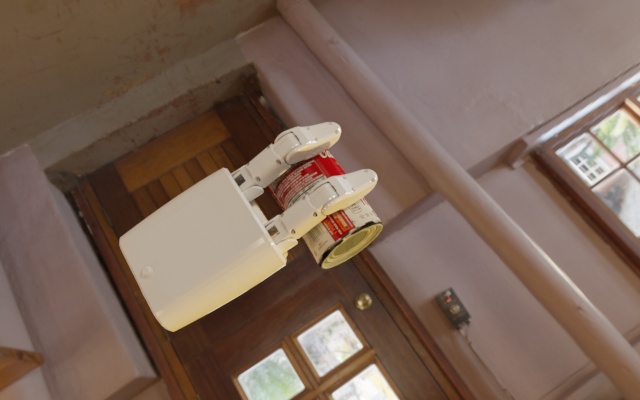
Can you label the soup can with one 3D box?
[{"bbox_3d":[0.001,0.001,0.430,0.068,0.102,0.068,-31,-20,-13],"label":"soup can"}]
